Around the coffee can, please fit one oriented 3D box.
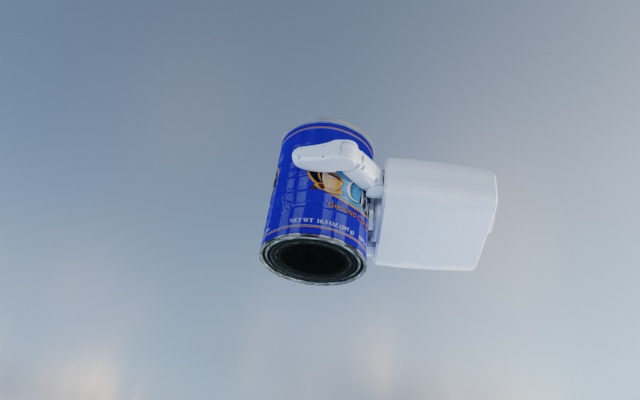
[{"bbox_3d":[0.000,0.001,0.486,0.103,0.140,0.103,5,-33,4],"label":"coffee can"}]
